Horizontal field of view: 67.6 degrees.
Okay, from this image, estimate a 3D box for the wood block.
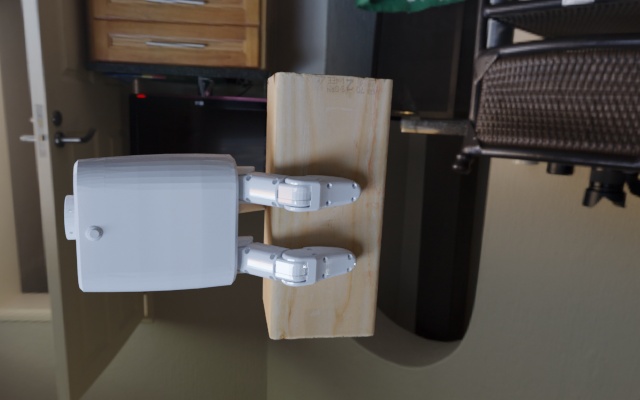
[{"bbox_3d":[0.000,0.001,0.409,0.090,0.206,0.091,1,11,-11],"label":"wood block"}]
